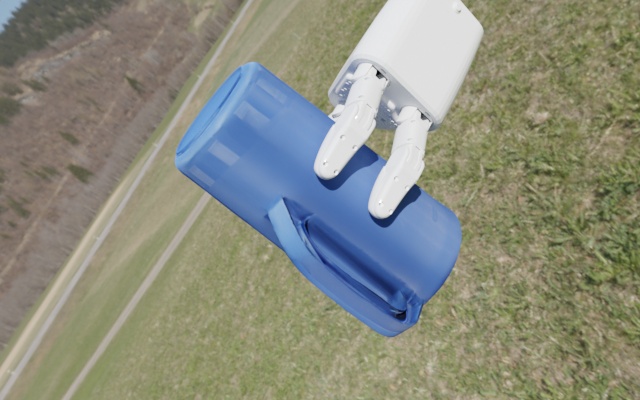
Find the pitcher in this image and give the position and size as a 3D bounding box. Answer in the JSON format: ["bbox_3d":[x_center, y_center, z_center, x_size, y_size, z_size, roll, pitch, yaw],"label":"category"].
[{"bbox_3d":[0.000,0.001,0.418,0.243,0.145,0.149,37,-15,-22],"label":"pitcher"}]
